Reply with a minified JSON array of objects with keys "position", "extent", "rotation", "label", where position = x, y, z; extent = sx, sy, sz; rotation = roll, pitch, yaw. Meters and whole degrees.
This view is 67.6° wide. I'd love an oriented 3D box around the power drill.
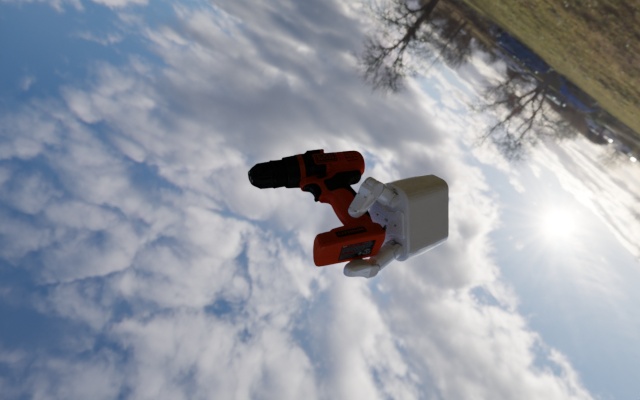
[{"position":[0.000,0.003,0.695],"extent":[0.184,0.187,0.057],"rotation":[-10,-37,-15],"label":"power drill"}]
